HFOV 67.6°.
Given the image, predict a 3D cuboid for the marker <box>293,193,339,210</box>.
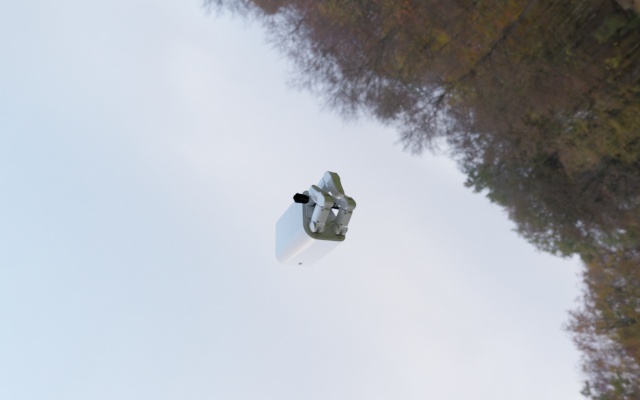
[{"bbox_3d":[0.000,0.003,0.874,0.121,0.020,0.020,10,-6,-39],"label":"marker"}]
